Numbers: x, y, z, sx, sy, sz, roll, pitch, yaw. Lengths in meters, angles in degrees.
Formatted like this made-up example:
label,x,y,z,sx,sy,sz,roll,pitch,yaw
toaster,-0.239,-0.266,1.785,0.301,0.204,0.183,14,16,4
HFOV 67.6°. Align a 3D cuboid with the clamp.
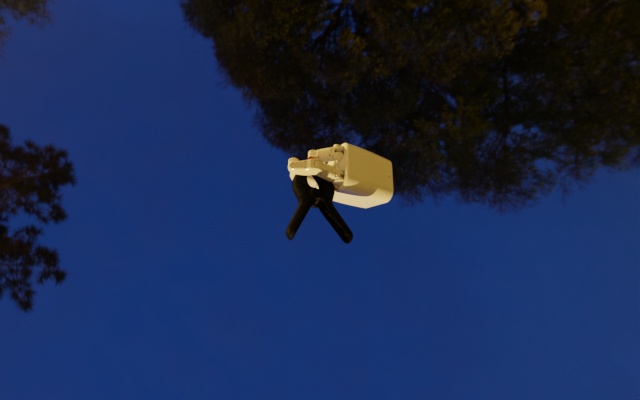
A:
label,x,y,z,sx,sy,sz,roll,pitch,yaw
clamp,0.000,0.003,0.841,0.120,0.171,0.039,17,-33,-24
